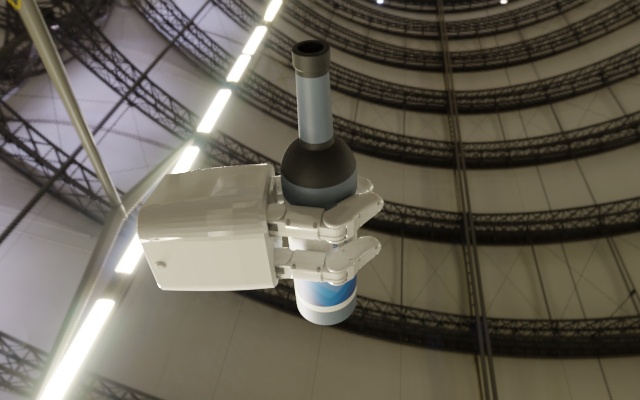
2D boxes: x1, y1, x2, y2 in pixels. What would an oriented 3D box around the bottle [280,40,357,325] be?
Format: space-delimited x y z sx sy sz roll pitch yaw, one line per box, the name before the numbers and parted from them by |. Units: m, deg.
bottle | 0.000 0.002 0.435 0.069 0.296 0.069 -2 42 2
